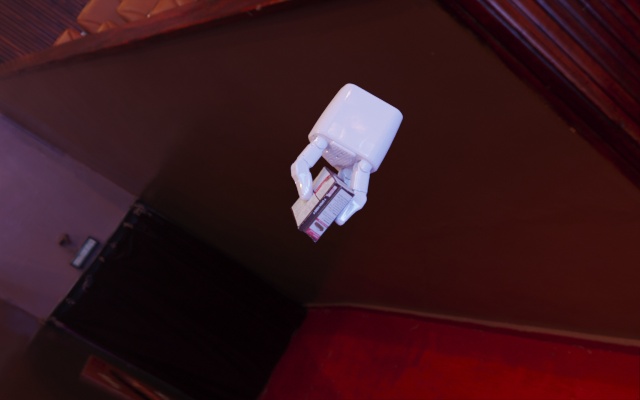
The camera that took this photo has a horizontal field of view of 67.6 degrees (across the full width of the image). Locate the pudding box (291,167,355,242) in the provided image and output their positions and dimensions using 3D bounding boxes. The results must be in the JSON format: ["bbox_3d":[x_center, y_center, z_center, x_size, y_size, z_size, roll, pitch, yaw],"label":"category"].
[{"bbox_3d":[0.000,0.002,0.720,0.039,0.090,0.113,37,7,-14],"label":"pudding box"}]
